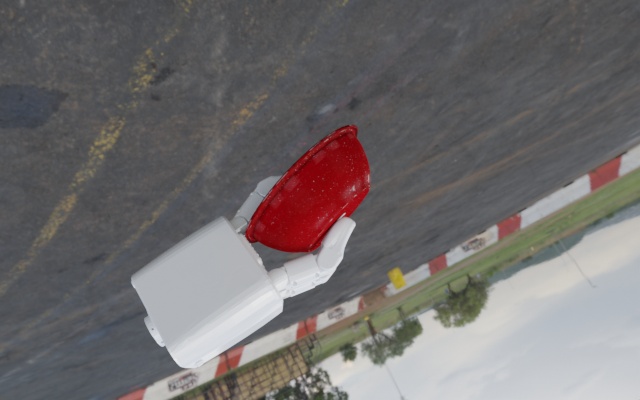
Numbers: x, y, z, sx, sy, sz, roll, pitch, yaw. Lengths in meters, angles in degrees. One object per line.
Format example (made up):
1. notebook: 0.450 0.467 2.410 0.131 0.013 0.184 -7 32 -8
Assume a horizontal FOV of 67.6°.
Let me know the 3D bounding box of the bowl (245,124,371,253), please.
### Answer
1. bowl: 0.001 0.001 0.486 0.055 0.162 0.162 43 9 10
